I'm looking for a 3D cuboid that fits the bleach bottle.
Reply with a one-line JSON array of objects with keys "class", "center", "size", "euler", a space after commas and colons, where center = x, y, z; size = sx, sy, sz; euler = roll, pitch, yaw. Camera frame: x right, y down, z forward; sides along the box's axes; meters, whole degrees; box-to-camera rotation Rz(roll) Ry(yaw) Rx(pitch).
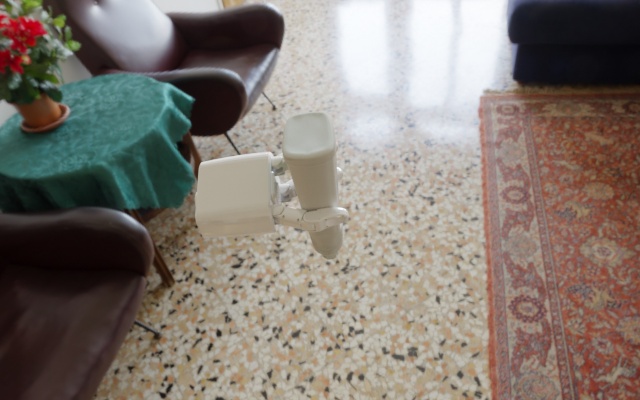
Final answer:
[{"class": "bleach bottle", "center": [0.000, 0.002, 0.688], "size": [0.068, 0.251, 0.102], "euler": [-6, 44, 4]}]
